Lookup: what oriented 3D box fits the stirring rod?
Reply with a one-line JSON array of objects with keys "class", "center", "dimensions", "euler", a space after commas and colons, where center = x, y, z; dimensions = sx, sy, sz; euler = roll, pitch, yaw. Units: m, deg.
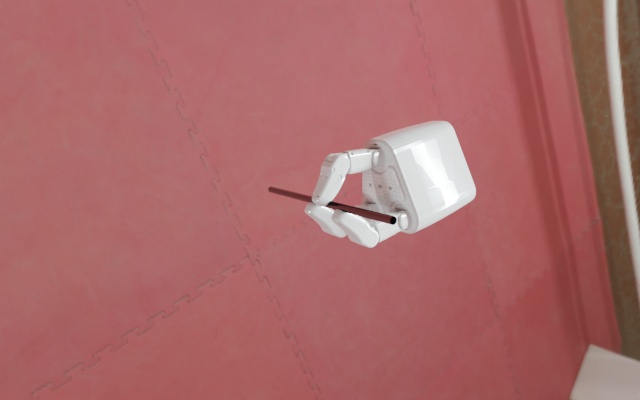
[{"class": "stirring rod", "center": [0.000, 0.002, 0.525], "dimensions": [0.011, 0.011, 0.239], "euler": [0, 8, -33]}]
